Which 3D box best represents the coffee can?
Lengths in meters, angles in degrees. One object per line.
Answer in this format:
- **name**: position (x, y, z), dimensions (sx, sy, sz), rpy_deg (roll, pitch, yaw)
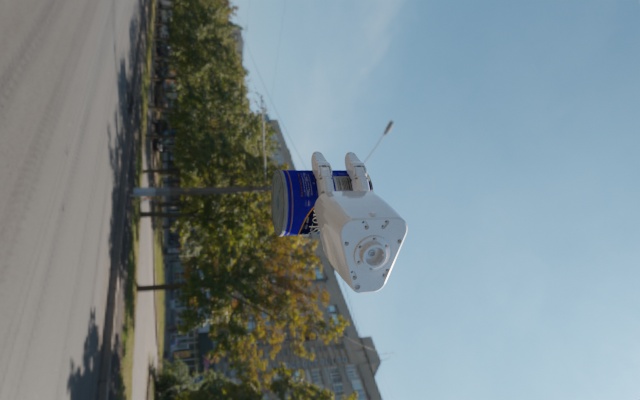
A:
- **coffee can**: position (0.000, 0.002, 0.749), dimensions (0.140, 0.103, 0.103), rpy_deg (-1, 0, -16)
